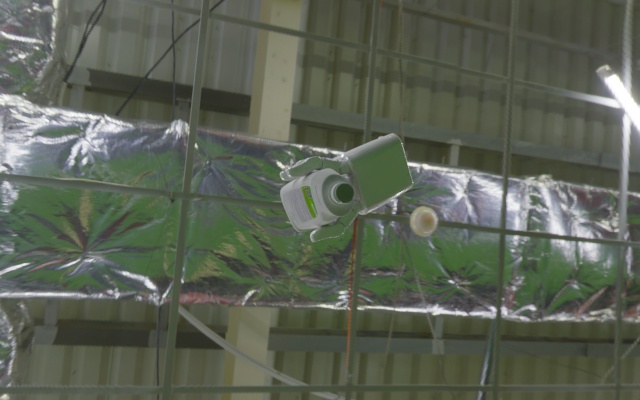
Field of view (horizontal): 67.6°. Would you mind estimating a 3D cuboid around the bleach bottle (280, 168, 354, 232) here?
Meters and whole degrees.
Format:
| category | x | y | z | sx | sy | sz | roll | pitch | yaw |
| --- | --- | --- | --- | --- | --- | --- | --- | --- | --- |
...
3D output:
| category | x | y | z | sx | sy | sz | roll | pitch | yaw |
| --- | --- | --- | --- | --- | --- | --- | --- | --- | --- |
| bleach bottle | 0.000 | 0.003 | 0.796 | 0.068 | 0.102 | 0.251 | -26 | 6 | -17 |
